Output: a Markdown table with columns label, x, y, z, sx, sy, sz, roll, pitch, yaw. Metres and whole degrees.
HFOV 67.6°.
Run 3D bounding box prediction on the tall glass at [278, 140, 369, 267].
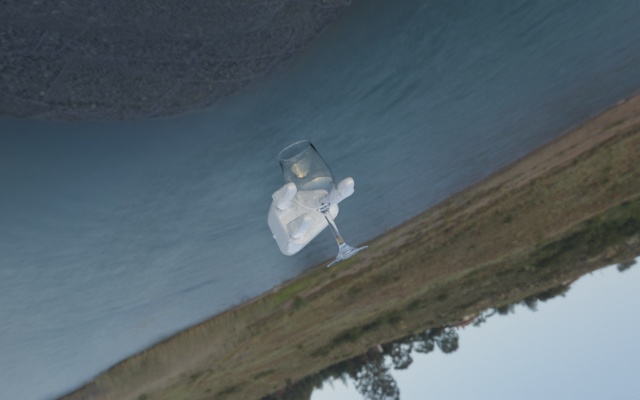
| label | x | y | z | sx | sy | sz | roll | pitch | yaw |
| --- | --- | --- | --- | --- | --- | --- | --- | --- | --- |
| tall glass | 0.001 | 0.003 | 0.779 | 0.079 | 0.201 | 0.079 | -25 | -11 | -5 |
